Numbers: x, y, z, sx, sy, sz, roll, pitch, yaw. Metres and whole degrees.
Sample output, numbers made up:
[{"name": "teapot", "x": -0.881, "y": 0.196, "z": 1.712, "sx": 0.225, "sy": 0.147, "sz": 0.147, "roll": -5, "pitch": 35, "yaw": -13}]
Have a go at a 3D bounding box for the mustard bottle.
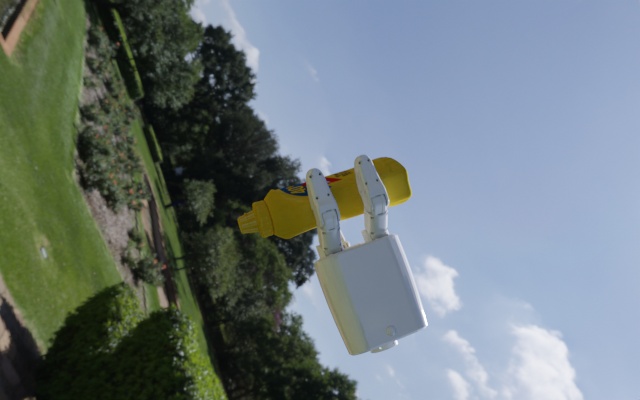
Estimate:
[{"name": "mustard bottle", "x": 0.000, "y": 0.001, "z": 0.548, "sx": 0.191, "sy": 0.058, "sz": 0.096, "roll": -17, "pitch": 13, "yaw": -14}]
